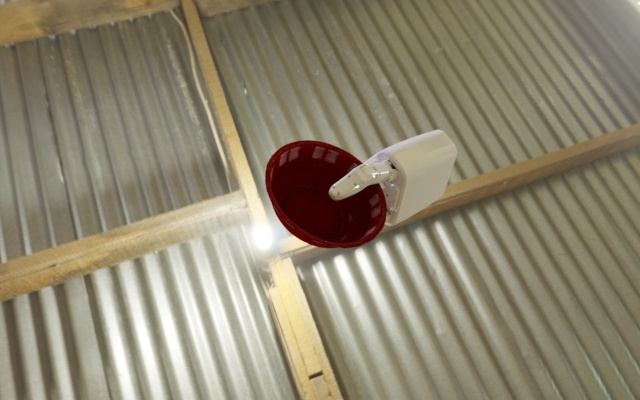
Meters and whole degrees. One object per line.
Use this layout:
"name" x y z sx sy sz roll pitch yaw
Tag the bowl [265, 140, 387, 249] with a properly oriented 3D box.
"bowl" -0.001 0.002 0.601 0.162 0.162 0.055 0 -35 -28
